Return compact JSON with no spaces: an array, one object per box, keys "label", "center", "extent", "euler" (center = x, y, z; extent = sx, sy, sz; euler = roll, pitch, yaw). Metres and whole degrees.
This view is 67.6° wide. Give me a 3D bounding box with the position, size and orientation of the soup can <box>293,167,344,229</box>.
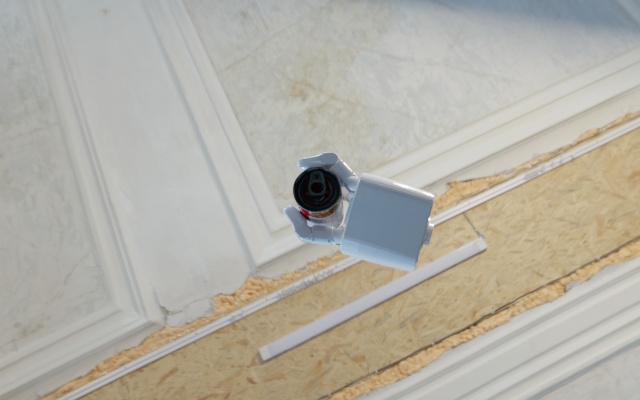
[{"label":"soup can","center":[0.000,0.002,0.701],"extent":[0.068,0.068,0.102],"euler":[0,-21,6]}]
